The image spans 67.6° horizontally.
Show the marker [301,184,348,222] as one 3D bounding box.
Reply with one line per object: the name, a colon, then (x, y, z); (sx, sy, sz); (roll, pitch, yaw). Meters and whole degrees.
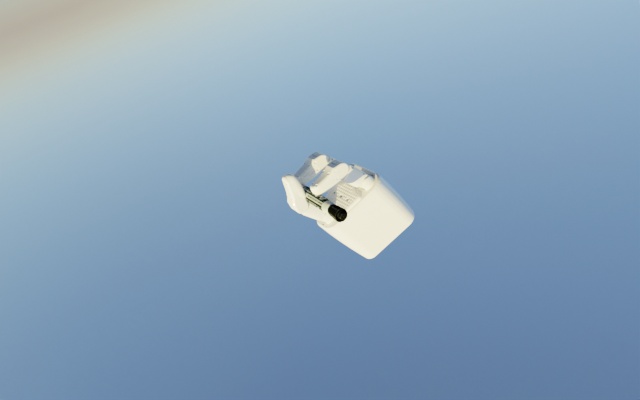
marker: (0.000, 0.002, 0.647); (0.020, 0.020, 0.121); (0, 18, -31)
